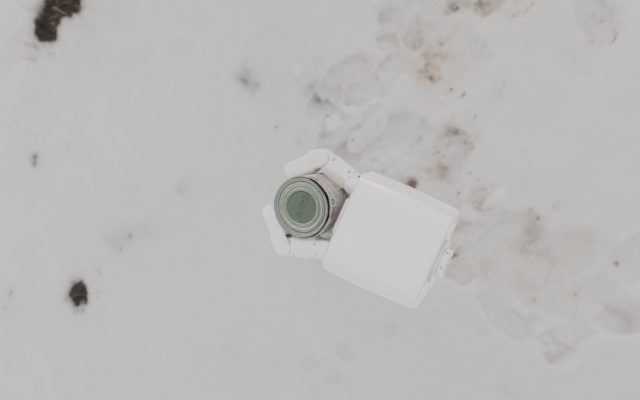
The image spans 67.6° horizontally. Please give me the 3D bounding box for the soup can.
[{"bbox_3d":[0.000,0.002,0.547,0.068,0.068,0.102,0,7,25],"label":"soup can"}]
